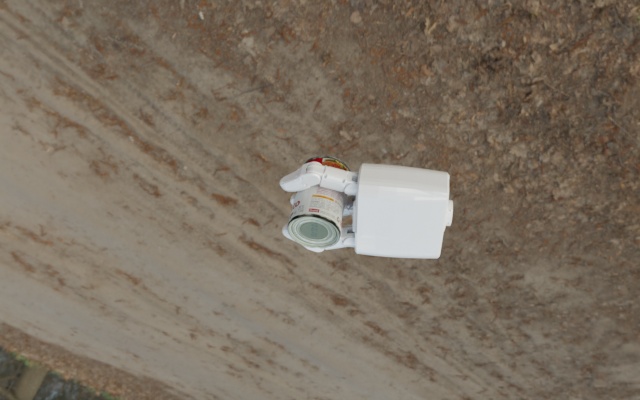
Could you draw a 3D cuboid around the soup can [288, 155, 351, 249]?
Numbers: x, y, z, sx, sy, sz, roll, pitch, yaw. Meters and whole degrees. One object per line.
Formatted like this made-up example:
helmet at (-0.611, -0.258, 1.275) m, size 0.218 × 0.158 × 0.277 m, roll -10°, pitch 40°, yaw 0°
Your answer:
soup can at (0.000, 0.002, 0.610) m, size 0.068 × 0.102 × 0.069 m, roll 7°, pitch -40°, yaw 6°
